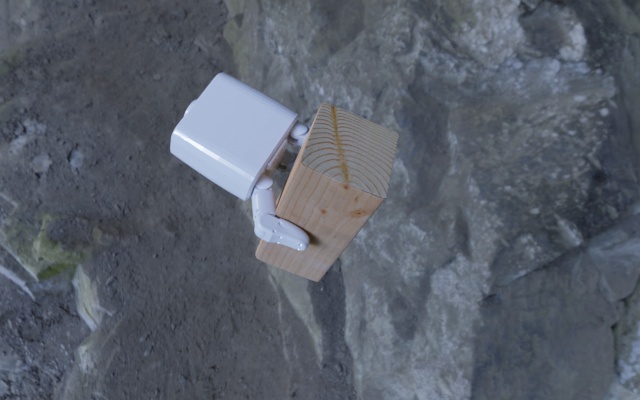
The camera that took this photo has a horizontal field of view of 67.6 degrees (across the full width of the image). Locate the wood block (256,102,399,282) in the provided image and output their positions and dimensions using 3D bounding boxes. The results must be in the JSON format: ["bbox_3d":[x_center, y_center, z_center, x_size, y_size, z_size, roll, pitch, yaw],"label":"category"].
[{"bbox_3d":[0.000,0.002,0.546,0.090,0.090,0.206,22,-36,-6],"label":"wood block"}]
